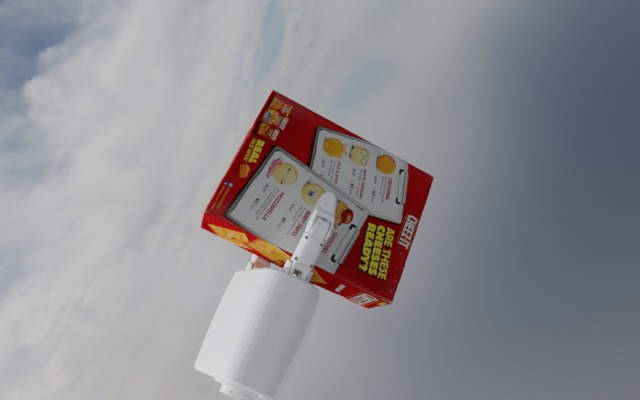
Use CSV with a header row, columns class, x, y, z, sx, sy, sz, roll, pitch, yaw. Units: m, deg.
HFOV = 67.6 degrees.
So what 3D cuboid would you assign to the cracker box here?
class,x,y,z,sx,sy,sz,roll,pitch,yaw
cracker box,0.000,0.002,0.537,0.214,0.164,0.072,27,-24,-8
